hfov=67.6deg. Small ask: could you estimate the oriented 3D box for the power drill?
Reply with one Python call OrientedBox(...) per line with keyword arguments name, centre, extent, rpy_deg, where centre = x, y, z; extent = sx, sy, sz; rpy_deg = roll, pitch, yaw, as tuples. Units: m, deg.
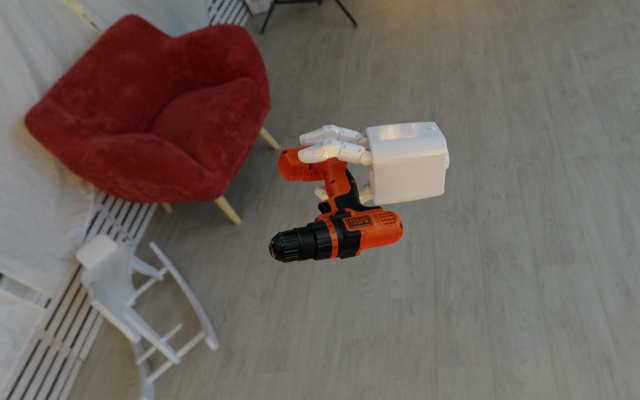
OrientedBox(name="power drill", centre=(0.000, 0.002, 0.671), extent=(0.184, 0.187, 0.057), rpy_deg=(-8, -41, -20))
